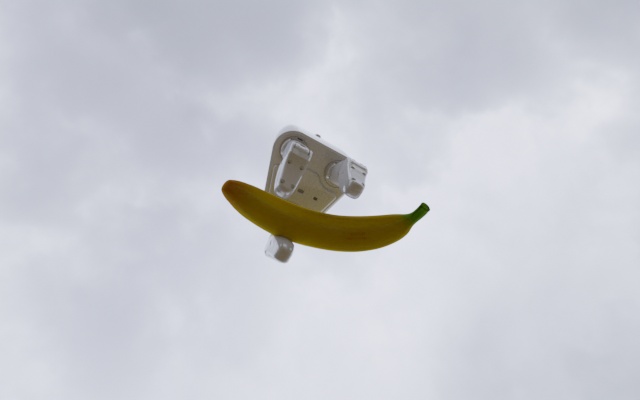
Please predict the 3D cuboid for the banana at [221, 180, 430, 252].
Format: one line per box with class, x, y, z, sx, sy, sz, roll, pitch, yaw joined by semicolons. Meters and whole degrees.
banana;0.002;0.018;0.471;0.198;0.070;0.037;6;28;-1
